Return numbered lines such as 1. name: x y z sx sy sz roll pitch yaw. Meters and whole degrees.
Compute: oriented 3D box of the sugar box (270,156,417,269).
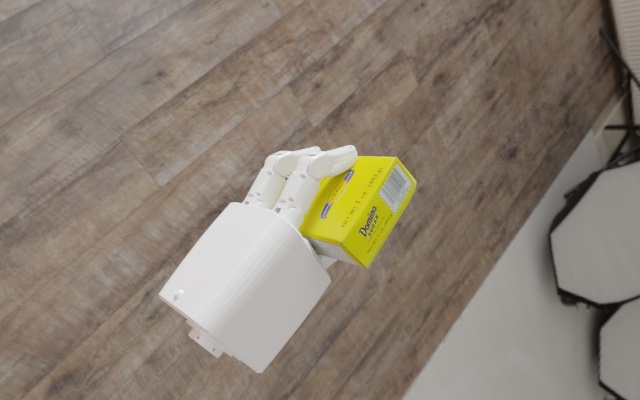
1. sugar box: 0.000 0.001 0.465 0.176 0.093 0.048 10 -31 51
